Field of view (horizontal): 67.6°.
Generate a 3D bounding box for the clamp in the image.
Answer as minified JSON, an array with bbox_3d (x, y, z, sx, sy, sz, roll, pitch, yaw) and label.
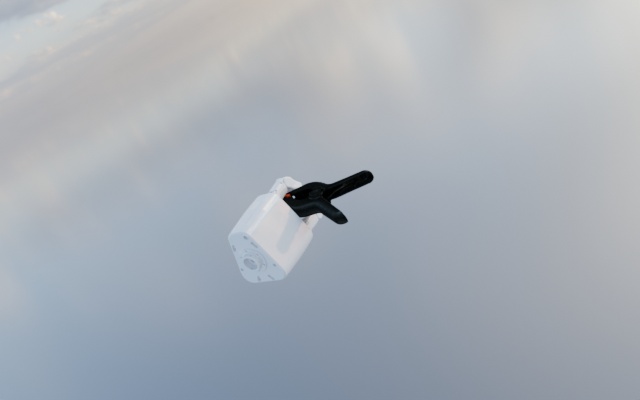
[{"bbox_3d":[0.000,0.002,0.810,0.171,0.039,0.120,-12,28,33],"label":"clamp"}]
